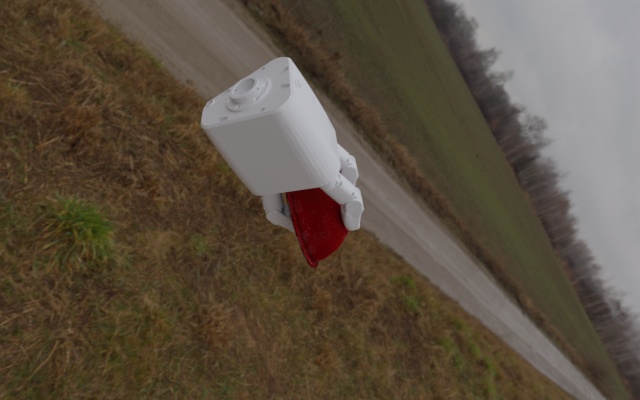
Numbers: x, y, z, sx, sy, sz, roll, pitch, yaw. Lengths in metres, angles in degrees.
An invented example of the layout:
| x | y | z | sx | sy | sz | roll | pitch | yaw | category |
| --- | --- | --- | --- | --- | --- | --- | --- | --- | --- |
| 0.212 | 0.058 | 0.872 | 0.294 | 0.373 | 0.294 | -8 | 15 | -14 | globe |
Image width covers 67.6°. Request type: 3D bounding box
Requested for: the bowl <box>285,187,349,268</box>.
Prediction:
| x | y | z | sx | sy | sz | roll | pitch | yaw | category |
| --- | --- | --- | --- | --- | --- | --- | --- | --- | --- |
| 0.001 | 0.003 | 0.610 | 0.055 | 0.162 | 0.162 | -13 | -2 | 7 | bowl |
